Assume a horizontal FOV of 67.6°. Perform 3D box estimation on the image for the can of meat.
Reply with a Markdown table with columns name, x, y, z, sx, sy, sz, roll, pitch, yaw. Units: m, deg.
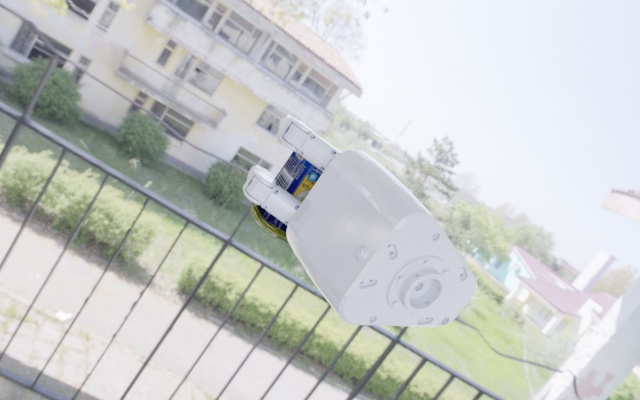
| name | x | y | z | sx | sy | sz | roll | pitch | yaw |
| --- | --- | --- | --- | --- | --- | --- | --- | --- | --- |
| can of meat | 0.000 | 0.001 | 0.454 | 0.102 | 0.084 | 0.057 | 29 | 13 | -29 |
